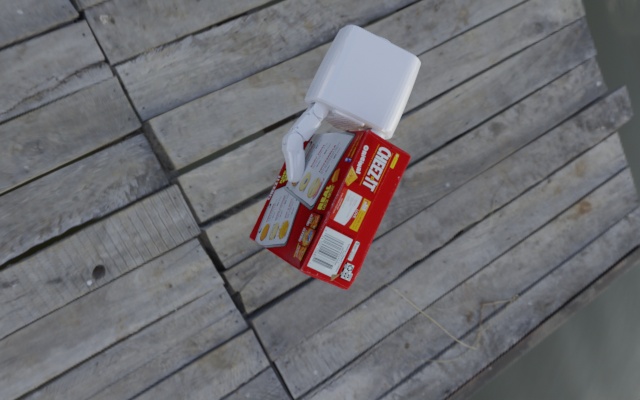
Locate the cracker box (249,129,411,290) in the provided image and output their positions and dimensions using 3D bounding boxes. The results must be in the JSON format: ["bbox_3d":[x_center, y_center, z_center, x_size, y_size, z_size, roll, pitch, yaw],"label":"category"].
[{"bbox_3d":[0.000,0.002,0.592,0.072,0.164,0.213,27,-5,-22],"label":"cracker box"}]
